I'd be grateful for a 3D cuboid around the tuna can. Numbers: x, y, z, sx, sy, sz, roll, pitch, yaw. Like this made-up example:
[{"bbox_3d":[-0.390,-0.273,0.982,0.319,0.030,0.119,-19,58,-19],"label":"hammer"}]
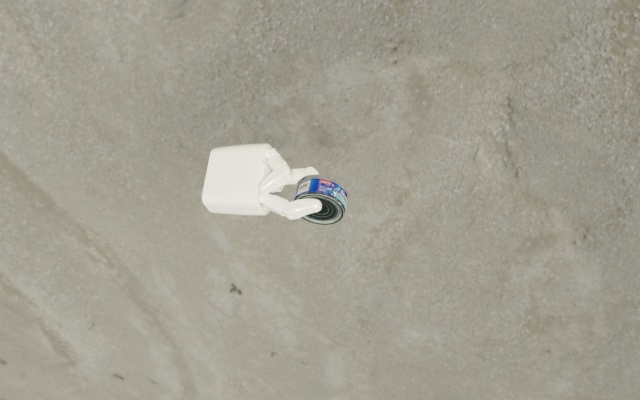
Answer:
[{"bbox_3d":[0.000,0.003,0.766,0.086,0.033,0.086,8,-37,6],"label":"tuna can"}]
